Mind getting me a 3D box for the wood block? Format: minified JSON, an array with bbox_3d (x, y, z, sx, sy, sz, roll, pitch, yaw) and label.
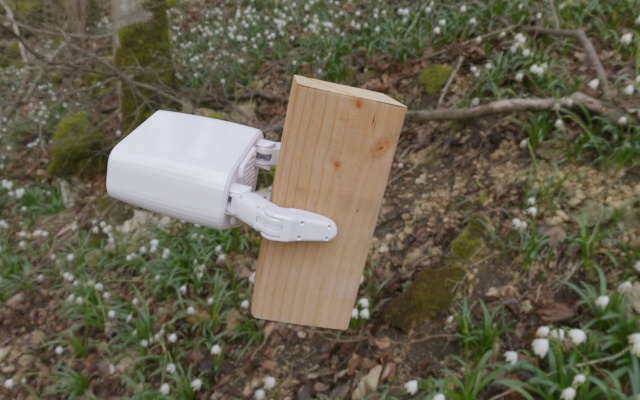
[{"bbox_3d":[0.000,0.001,0.436,0.090,0.206,0.090,10,18,-8],"label":"wood block"}]
